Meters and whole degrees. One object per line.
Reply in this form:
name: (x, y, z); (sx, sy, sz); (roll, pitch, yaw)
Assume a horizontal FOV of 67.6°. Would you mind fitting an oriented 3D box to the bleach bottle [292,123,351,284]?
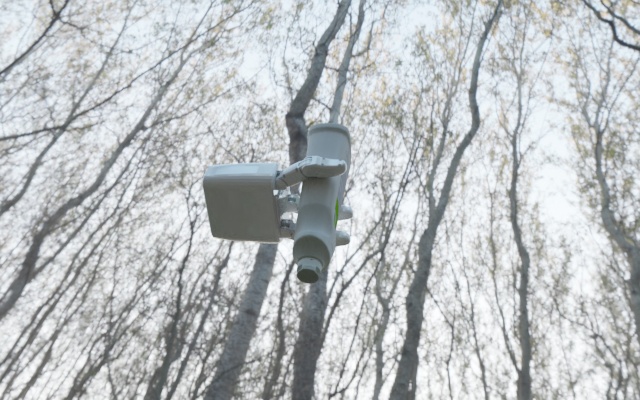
bleach bottle: (0.000, 0.002, 0.671); (0.068, 0.103, 0.250); (2, 43, 9)
